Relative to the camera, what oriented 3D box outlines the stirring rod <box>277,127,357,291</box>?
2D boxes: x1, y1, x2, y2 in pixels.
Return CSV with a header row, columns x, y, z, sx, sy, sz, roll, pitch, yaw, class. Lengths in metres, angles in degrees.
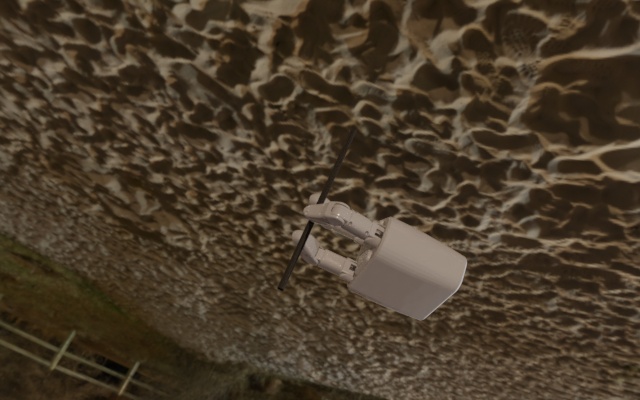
x,y,z,sx,sy,sz,roll,pitch,yaw,class
0.000,0.002,0.589,0.011,0.239,0.011,20,-27,10,stirring rod
